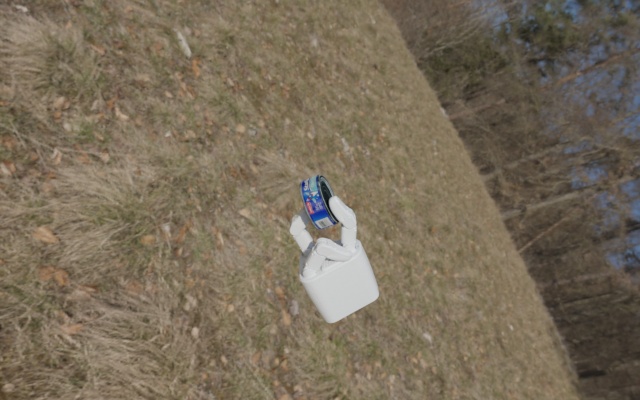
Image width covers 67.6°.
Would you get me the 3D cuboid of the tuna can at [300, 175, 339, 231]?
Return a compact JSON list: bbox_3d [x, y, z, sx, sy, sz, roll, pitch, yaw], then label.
[{"bbox_3d":[0.001,0.002,0.767,0.034,0.086,0.086,-21,-5,14],"label":"tuna can"}]
